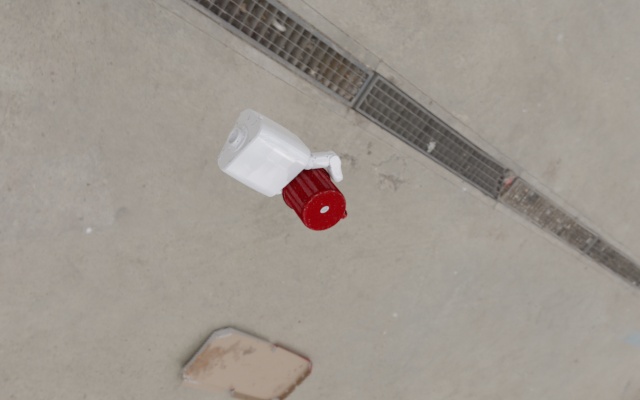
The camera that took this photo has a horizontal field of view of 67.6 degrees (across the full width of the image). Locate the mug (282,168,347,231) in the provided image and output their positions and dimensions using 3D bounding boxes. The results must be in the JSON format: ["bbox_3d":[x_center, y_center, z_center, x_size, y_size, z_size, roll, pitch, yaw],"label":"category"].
[{"bbox_3d":[0.001,0.003,0.819,0.117,0.093,0.081,28,15,-37],"label":"mug"}]
